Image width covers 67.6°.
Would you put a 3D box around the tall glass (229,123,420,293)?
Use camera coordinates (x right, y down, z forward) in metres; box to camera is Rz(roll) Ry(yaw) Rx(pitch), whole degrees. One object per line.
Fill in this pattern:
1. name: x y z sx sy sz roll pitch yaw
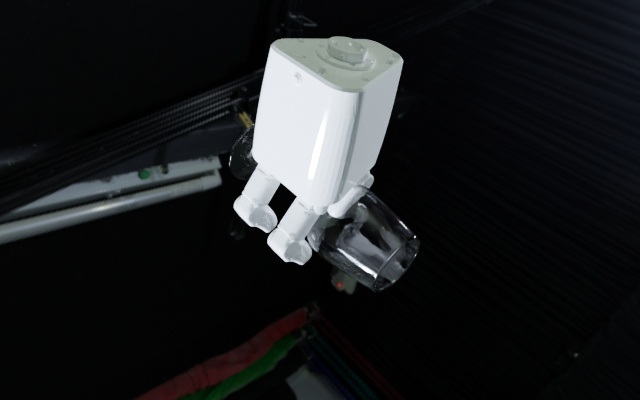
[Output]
1. tall glass: 0.000 0.001 0.464 0.201 0.079 0.079 40 22 28
